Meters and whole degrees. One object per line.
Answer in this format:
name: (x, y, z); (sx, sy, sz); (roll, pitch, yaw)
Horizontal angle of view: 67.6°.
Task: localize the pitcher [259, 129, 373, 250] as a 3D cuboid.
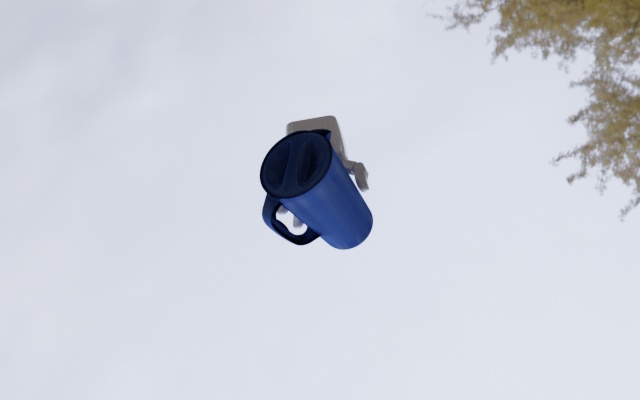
pitcher: (0.000, 0.003, 0.855); (0.149, 0.145, 0.243); (-21, -37, 16)
